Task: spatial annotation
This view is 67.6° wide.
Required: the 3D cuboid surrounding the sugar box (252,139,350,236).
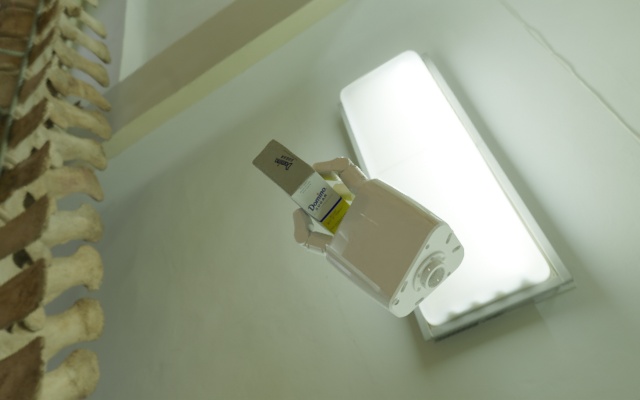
[{"bbox_3d":[0.001,0.002,0.596,0.093,0.048,0.176,39,-5,43],"label":"sugar box"}]
